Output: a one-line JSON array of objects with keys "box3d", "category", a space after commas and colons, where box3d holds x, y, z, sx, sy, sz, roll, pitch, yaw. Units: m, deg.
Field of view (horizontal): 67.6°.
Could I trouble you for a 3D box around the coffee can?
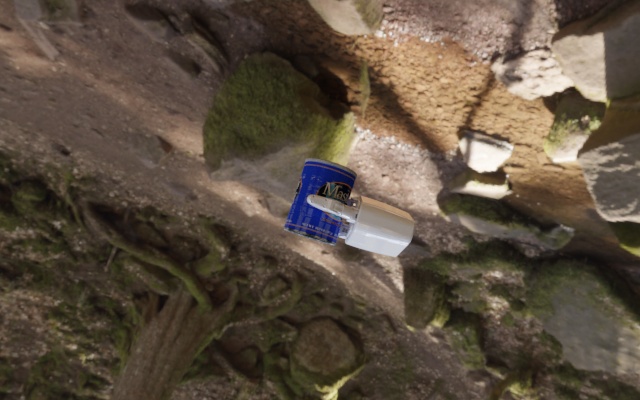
[{"box3d": [0.000, 0.003, 0.899, 0.103, 0.140, 0.103, 17, -7, 2], "category": "coffee can"}]
